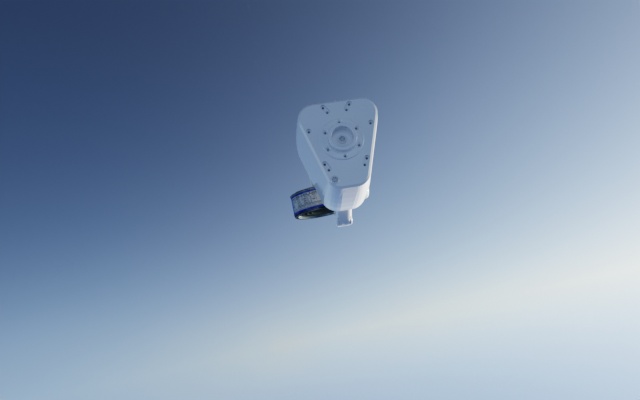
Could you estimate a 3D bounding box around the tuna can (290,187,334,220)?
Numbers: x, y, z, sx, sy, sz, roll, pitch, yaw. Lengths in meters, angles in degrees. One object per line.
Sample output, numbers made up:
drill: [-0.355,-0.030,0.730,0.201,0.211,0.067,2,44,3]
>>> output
tuna can: [0.000,0.003,0.707,0.086,0.033,0.086,-12,-10,-2]
